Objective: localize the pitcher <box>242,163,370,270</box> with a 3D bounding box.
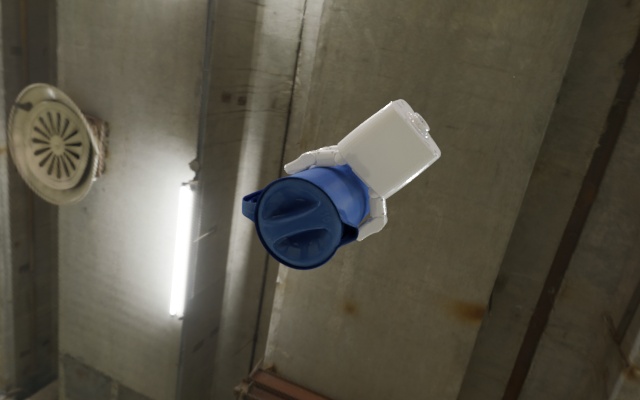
[{"bbox_3d":[0.000,0.002,0.756,0.145,0.149,0.242,-38,-2,26],"label":"pitcher"}]
